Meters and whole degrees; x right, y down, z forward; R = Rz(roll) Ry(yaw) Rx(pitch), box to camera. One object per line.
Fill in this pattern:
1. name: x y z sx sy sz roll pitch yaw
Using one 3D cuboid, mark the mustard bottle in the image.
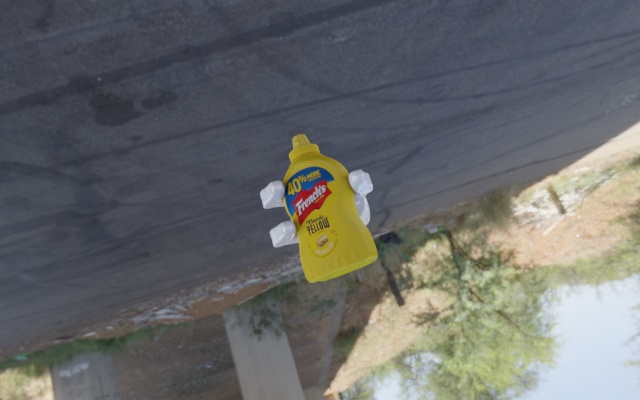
1. mustard bottle: 0.000 0.002 0.620 0.096 0.191 0.058 -27 -17 30
